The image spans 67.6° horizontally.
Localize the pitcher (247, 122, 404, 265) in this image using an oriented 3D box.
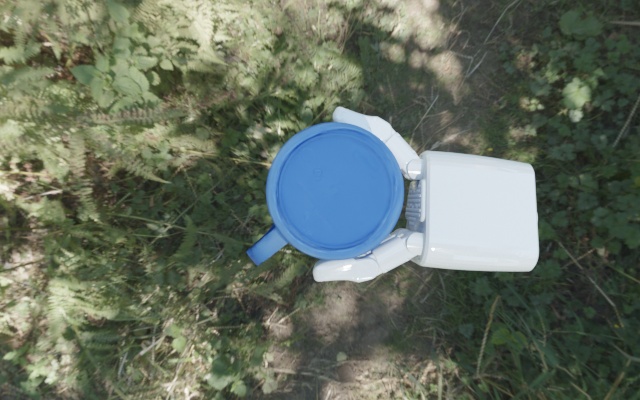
[{"bbox_3d":[0.000,0.002,0.480,0.145,0.149,0.243,7,-1,-1],"label":"pitcher"}]
